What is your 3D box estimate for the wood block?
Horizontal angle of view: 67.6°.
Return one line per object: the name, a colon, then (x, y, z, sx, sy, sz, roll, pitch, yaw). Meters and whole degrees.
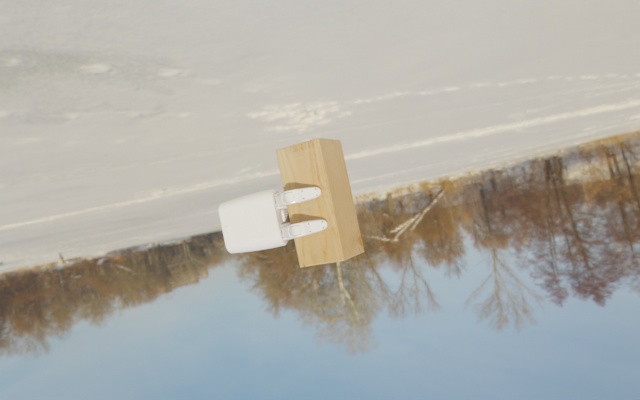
wood block: (0.000, 0.003, 0.838, 0.090, 0.206, 0.091, -13, -1, 27)
